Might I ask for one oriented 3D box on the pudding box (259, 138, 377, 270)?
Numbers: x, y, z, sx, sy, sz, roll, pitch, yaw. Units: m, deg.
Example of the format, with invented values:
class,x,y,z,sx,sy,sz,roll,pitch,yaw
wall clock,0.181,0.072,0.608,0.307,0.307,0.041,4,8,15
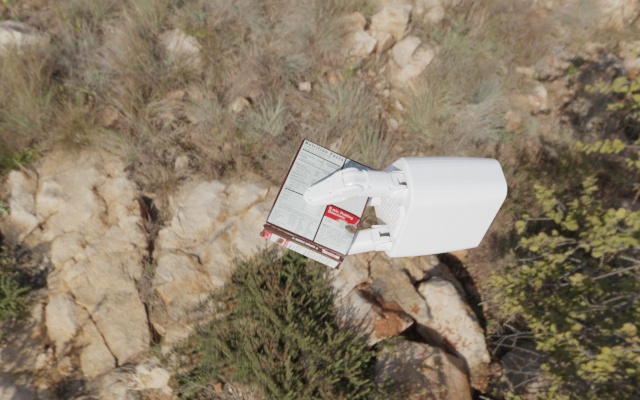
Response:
class,x,y,z,sx,sy,sz,roll,pitch,yaw
pudding box,0.000,0.002,0.495,0.090,0.113,0.039,24,-30,-2
